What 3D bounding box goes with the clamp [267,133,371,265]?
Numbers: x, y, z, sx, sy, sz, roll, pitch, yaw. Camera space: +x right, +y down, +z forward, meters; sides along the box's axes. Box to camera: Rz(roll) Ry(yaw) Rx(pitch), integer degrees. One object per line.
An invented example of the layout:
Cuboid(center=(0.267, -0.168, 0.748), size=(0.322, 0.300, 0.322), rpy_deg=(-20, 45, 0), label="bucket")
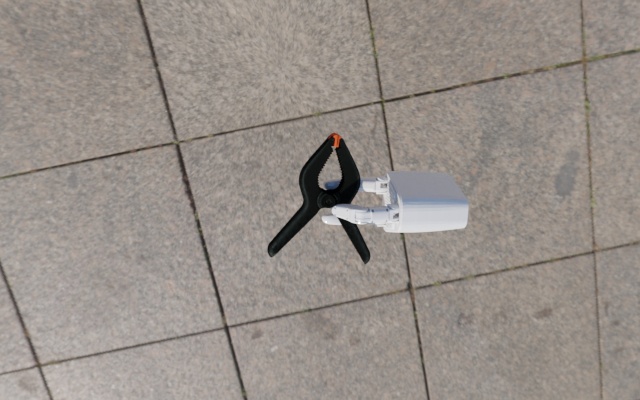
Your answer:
Cuboid(center=(0.000, 0.002, 0.732), size=(0.164, 0.210, 0.036), rpy_deg=(-1, 15, -9), label="clamp")
